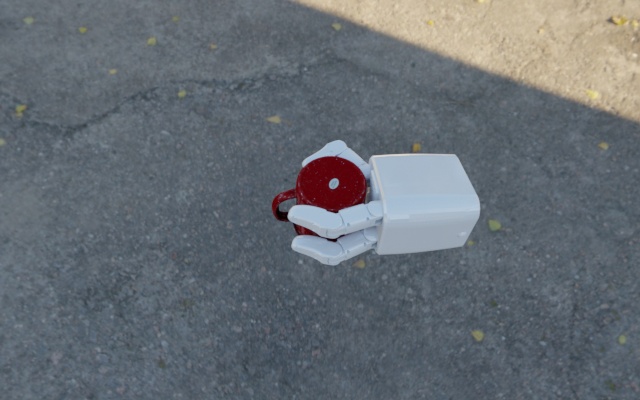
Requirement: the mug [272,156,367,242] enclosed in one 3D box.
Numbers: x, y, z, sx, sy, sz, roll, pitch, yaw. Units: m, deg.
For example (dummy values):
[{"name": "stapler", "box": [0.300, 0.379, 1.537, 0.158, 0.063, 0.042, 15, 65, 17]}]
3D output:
[{"name": "mug", "box": [-0.001, 0.002, 0.571, 0.117, 0.093, 0.082, -4, -34, -4]}]
